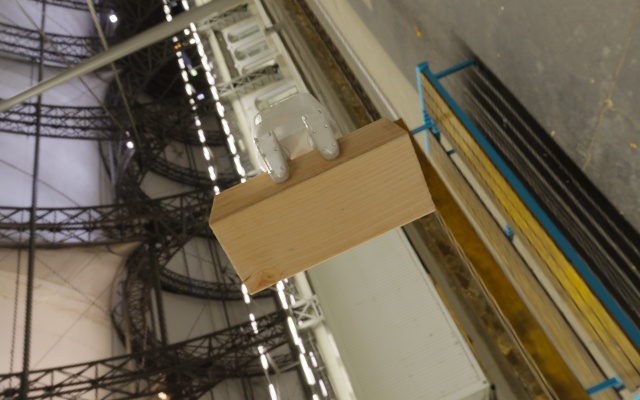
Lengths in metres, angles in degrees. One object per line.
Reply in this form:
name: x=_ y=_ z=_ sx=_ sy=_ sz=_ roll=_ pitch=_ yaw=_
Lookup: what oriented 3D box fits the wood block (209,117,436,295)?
wood block: x=0.000 y=0.002 z=0.503 sx=0.206 sy=0.091 sz=0.090 roll=-25 pitch=21 yaw=1
